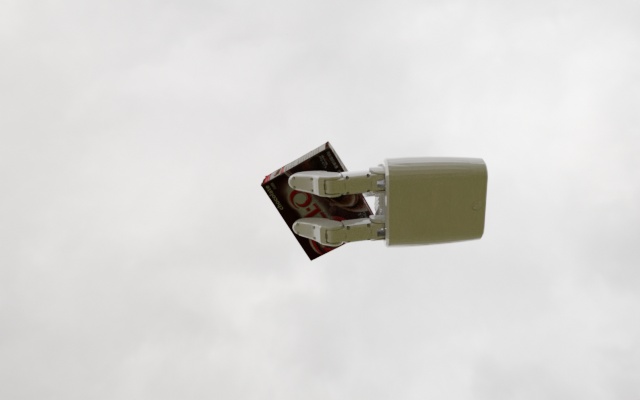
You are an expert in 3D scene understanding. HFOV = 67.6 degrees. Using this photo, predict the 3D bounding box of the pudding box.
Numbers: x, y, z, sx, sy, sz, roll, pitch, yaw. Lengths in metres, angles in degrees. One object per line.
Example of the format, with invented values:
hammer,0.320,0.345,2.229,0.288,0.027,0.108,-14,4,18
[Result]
pudding box,0.000,0.002,0.547,0.090,0.113,0.039,-28,16,12
